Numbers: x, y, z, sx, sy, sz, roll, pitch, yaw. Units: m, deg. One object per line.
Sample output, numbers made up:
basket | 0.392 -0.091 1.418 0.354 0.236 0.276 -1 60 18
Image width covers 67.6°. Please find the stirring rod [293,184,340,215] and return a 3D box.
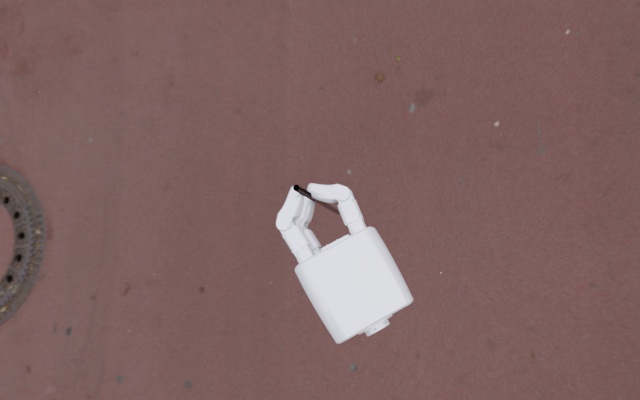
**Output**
stirring rod | 0.000 0.002 0.686 0.011 0.011 0.239 0 -8 14
